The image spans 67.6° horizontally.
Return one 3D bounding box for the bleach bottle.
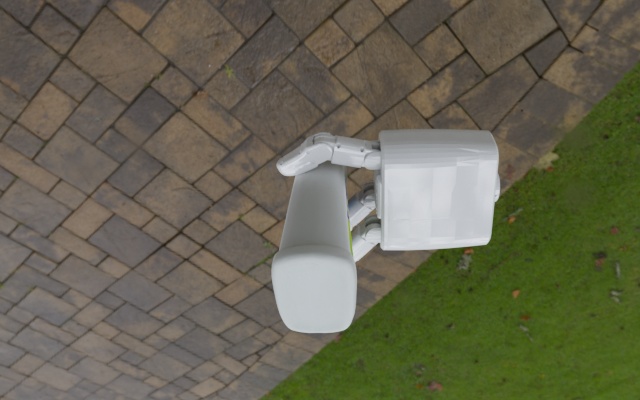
[{"bbox_3d":[0.000,0.002,0.482,0.068,0.103,0.250,-1,40,3],"label":"bleach bottle"}]
